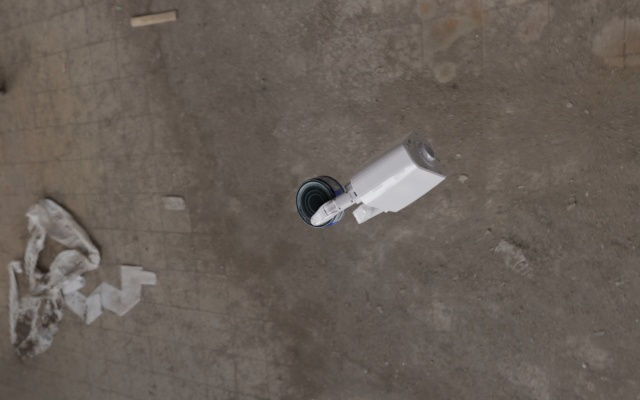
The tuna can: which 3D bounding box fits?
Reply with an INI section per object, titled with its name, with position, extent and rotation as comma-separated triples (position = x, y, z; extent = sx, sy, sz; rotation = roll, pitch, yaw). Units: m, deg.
[tuna can]
position = 0.000, 0.003, 0.804
extent = 0.086, 0.086, 0.033
rotation = 0, 11, 35
